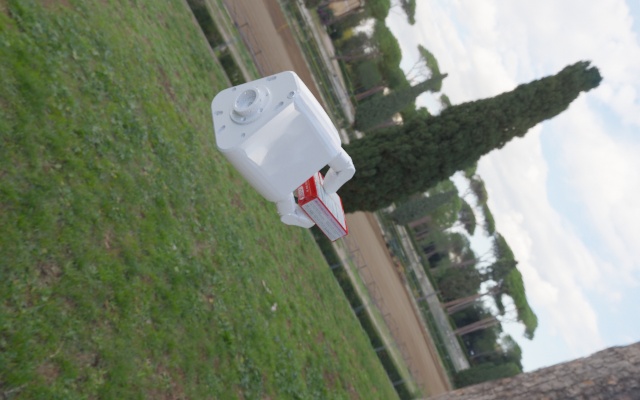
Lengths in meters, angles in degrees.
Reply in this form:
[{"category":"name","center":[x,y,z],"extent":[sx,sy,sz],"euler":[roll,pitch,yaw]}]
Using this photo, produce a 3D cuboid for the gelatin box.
[{"category":"gelatin box","center":[0.001,0.002,0.646],"extent":[0.030,0.073,0.089],"euler":[-28,-50,15]}]
